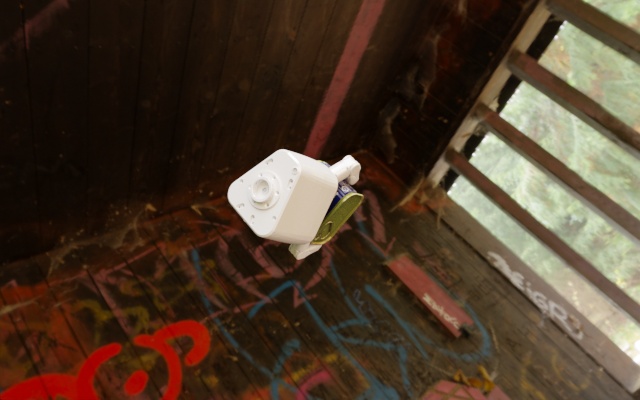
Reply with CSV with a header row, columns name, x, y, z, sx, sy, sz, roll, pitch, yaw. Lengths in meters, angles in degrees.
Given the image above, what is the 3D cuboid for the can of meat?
name,x,y,z,sx,sy,sz,roll,pitch,yaw
can of meat,0.000,0.002,0.728,0.084,0.102,0.057,46,17,24
